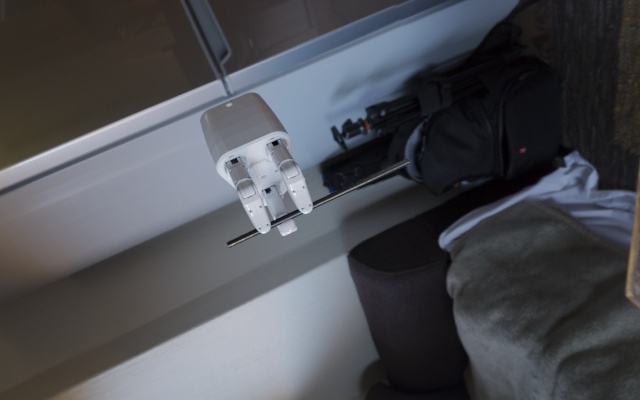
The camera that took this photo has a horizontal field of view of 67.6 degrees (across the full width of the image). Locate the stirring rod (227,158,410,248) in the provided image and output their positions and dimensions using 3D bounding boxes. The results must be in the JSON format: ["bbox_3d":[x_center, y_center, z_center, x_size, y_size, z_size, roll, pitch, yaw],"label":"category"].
[{"bbox_3d":[0.000,0.002,0.573,0.239,0.011,0.011,-25,4,-8],"label":"stirring rod"}]
